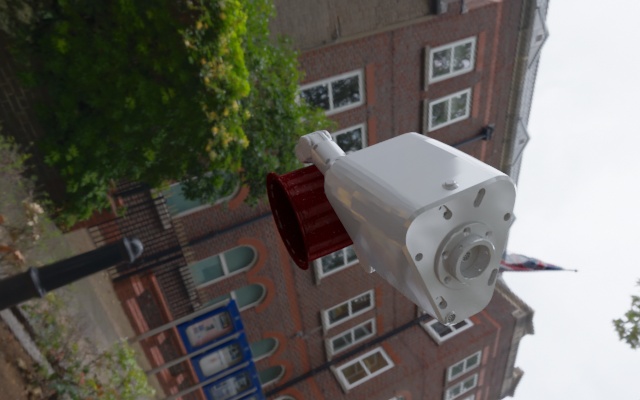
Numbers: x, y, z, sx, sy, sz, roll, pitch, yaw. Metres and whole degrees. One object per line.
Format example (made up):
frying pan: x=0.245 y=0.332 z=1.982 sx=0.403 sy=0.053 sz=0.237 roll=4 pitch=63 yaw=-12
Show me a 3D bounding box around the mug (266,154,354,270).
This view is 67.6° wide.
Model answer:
mug: x=0.000 y=0.001 z=0.450 sx=0.081 sy=0.093 sz=0.117 roll=-20 pitch=30 yaw=-17
